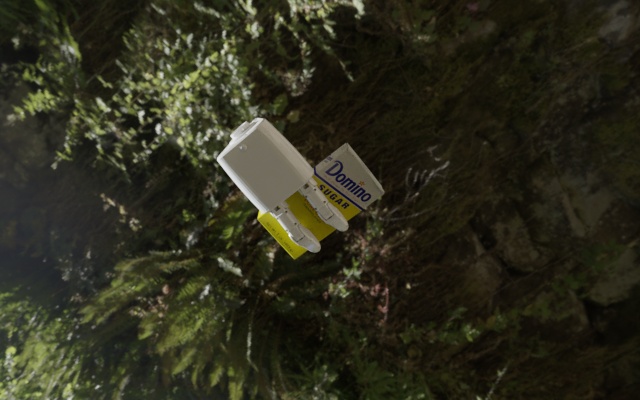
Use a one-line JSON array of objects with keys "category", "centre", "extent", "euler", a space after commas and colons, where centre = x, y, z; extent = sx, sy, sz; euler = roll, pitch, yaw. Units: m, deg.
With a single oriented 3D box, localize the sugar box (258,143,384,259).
[{"category": "sugar box", "centre": [0.000, 0.003, 0.734], "extent": [0.176, 0.093, 0.048], "euler": [-37, 18, 13]}]
